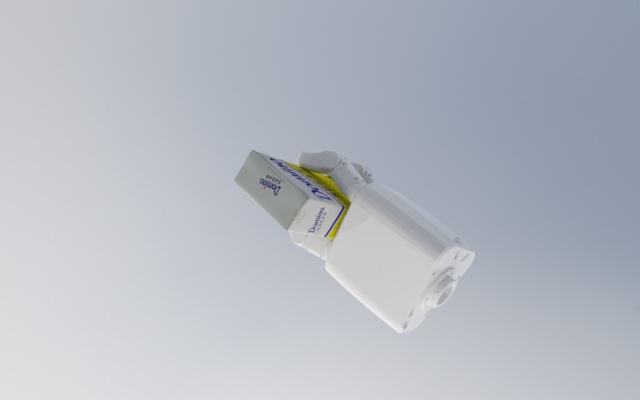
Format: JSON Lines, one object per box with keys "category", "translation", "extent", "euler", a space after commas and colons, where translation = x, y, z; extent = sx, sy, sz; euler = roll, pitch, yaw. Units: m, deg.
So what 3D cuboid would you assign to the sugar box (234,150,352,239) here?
{"category": "sugar box", "translation": [0.001, 0.001, 0.525], "extent": [0.093, 0.048, 0.176], "euler": [40, 12, 33]}
